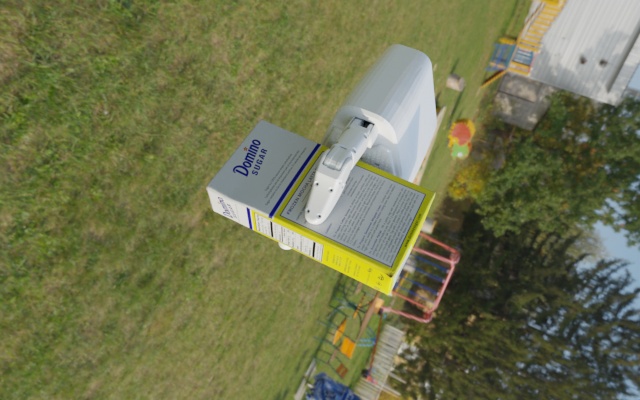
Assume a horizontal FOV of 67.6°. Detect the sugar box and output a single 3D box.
[{"bbox_3d":[0.000,0.002,0.423,0.176,0.093,0.048,24,-32,15],"label":"sugar box"}]
